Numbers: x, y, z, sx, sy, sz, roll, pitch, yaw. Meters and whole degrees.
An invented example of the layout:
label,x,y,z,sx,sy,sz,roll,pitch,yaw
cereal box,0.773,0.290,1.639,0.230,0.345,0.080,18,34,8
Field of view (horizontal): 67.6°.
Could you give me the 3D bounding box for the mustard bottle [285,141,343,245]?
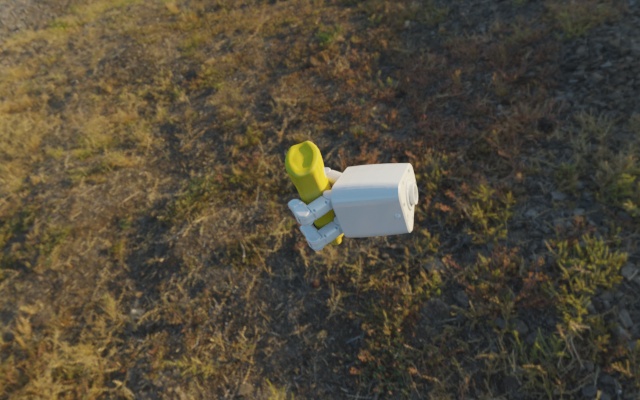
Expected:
label,x,y,z,sx,sy,sz,roll,pitch,yaw
mustard bottle,0.000,0.002,0.792,0.058,0.192,0.096,-20,37,4
